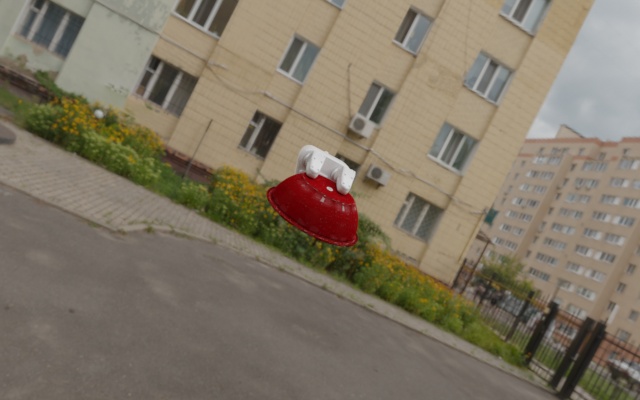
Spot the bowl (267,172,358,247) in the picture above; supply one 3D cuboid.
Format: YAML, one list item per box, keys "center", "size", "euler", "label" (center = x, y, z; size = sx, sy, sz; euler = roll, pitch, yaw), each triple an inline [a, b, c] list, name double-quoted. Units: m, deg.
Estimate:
- center: [0.001, 0.003, 0.738]
  size: [0.162, 0.055, 0.162]
  euler: [27, 18, -10]
  label: "bowl"
